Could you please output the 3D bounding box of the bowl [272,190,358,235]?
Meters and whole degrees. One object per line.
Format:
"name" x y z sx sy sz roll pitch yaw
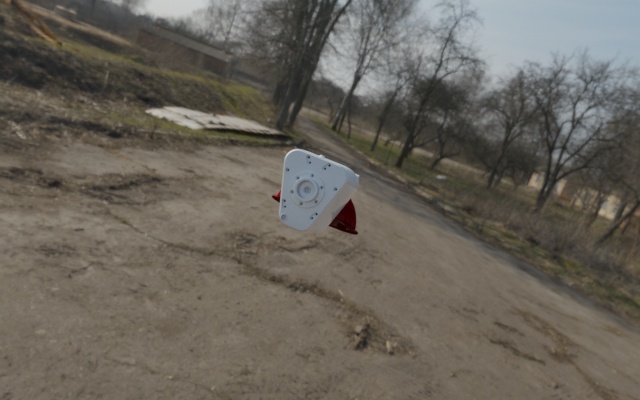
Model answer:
"bowl" 0.000 0.002 0.824 0.162 0.055 0.162 23 -7 3
